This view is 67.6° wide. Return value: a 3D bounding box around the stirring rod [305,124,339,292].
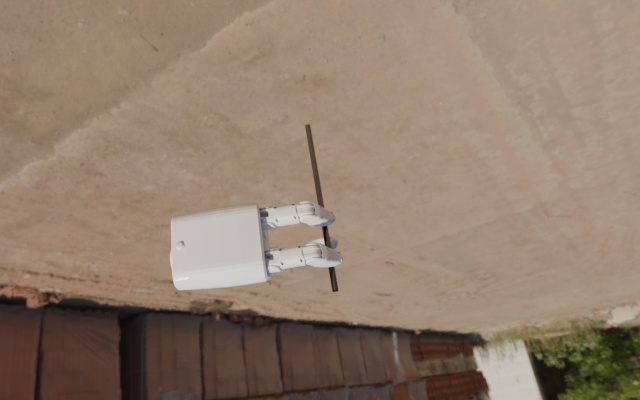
[{"bbox_3d":[0.000,0.002,0.630,0.011,0.239,0.011,-8,-24,-4],"label":"stirring rod"}]
